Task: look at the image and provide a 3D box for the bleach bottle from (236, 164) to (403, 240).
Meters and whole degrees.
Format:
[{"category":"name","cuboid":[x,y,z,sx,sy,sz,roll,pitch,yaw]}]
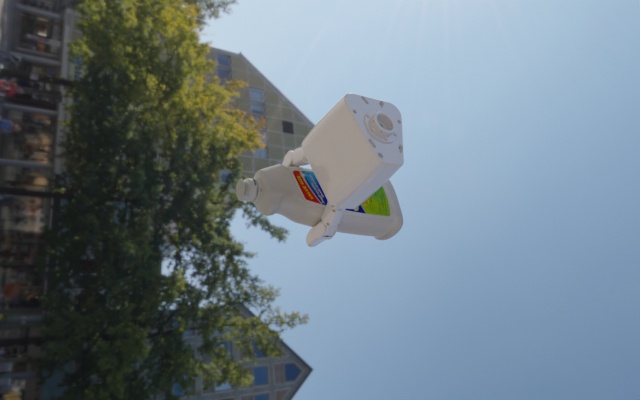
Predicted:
[{"category":"bleach bottle","cuboid":[0.000,0.002,0.699,0.251,0.102,0.068,5,-31,-32]}]
